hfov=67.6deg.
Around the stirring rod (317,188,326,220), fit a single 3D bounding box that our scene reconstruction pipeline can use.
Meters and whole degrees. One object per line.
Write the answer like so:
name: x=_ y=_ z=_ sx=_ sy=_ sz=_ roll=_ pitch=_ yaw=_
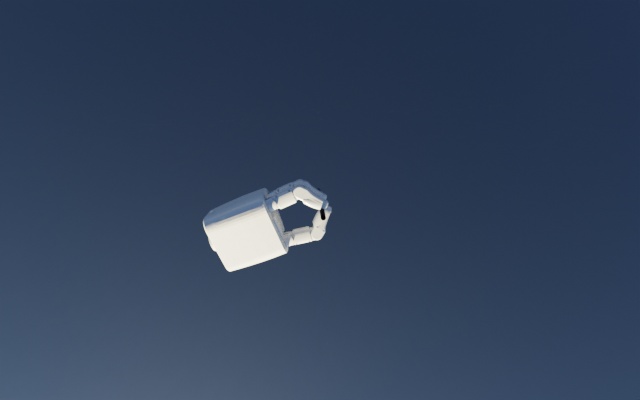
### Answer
stirring rod: x=0.000 y=0.003 z=0.831 sx=0.011 sy=0.011 sz=0.239 roll=0 pitch=11 yaw=-2
